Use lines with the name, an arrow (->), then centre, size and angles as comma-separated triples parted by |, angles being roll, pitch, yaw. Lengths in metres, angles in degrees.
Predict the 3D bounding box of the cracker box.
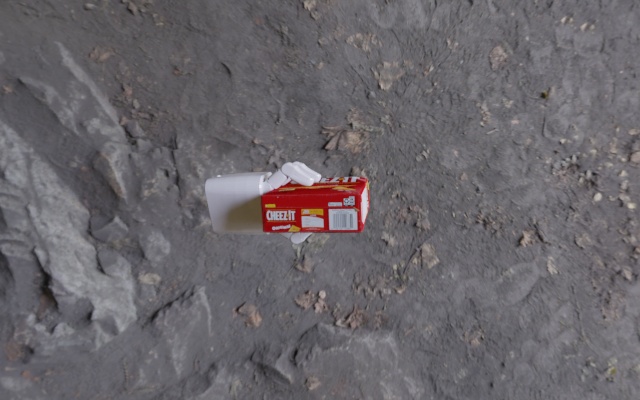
cracker box -> 0.000, 0.003, 0.858 | 0.164, 0.072, 0.213 | -1, 9, 9
